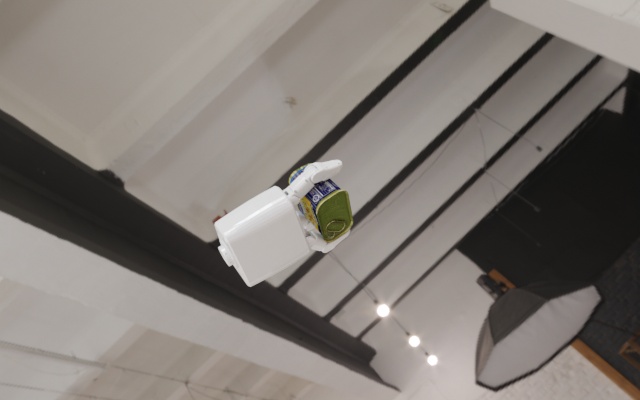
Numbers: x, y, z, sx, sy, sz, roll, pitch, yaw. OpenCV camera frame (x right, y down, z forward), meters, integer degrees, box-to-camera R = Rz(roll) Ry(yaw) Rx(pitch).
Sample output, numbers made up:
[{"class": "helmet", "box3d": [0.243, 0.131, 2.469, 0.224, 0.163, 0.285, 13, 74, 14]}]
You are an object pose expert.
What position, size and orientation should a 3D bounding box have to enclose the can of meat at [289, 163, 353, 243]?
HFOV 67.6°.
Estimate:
[{"class": "can of meat", "box3d": [0.000, 0.002, 0.741, 0.057, 0.102, 0.084, -34, 52, -15]}]
